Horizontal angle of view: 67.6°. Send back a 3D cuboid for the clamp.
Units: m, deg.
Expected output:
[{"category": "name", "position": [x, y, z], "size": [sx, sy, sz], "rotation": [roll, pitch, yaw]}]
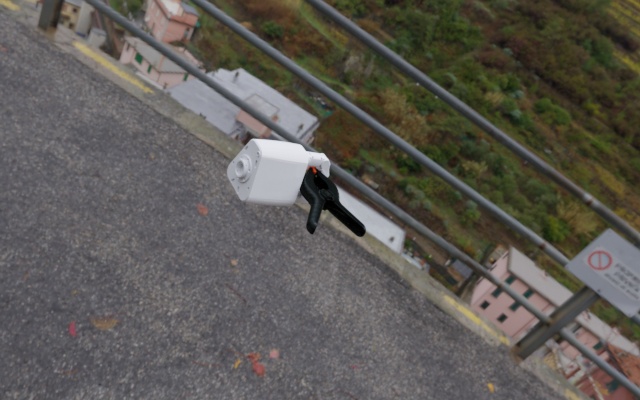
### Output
[{"category": "clamp", "position": [0.000, 0.002, 0.875], "size": [0.120, 0.039, 0.171], "rotation": [4, 40, -43]}]
